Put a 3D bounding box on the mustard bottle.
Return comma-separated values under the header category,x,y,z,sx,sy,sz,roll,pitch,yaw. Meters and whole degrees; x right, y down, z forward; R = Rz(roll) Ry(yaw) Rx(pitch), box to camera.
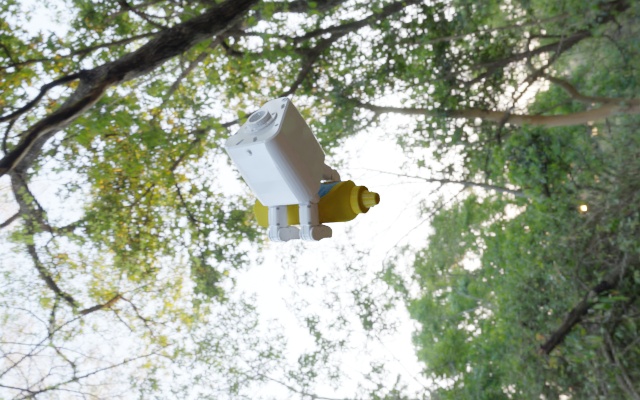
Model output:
category,x,y,z,sx,sy,sz,roll,pitch,yaw
mustard bottle,0.000,0.003,0.706,0.191,0.058,0.096,-5,18,35
